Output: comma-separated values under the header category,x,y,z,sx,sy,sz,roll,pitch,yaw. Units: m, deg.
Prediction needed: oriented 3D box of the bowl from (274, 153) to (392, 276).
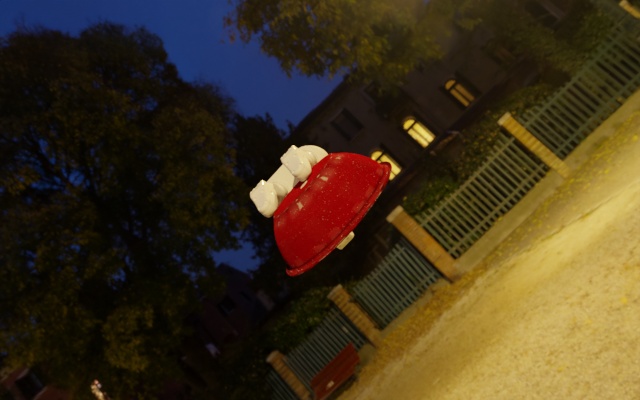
category,x,y,z,sx,sy,sz,roll,pitch,yaw
bowl,0.000,0.001,0.508,0.055,0.162,0.162,42,-9,-10
